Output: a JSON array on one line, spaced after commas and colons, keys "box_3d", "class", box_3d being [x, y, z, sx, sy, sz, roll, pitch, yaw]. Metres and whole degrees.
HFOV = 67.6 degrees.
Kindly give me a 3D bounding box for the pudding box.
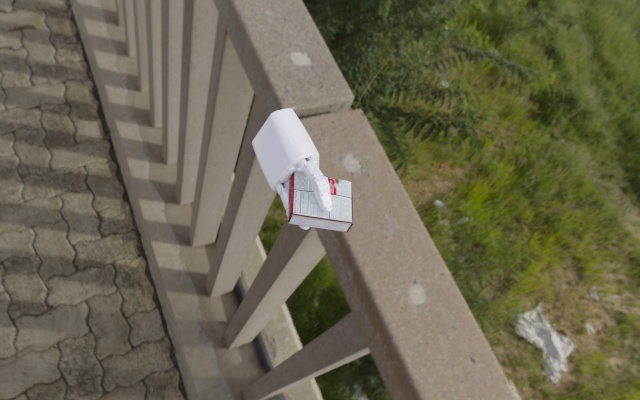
[{"box_3d": [0.000, 0.003, 0.836, 0.113, 0.090, 0.039, 8, -31, -12], "class": "pudding box"}]
